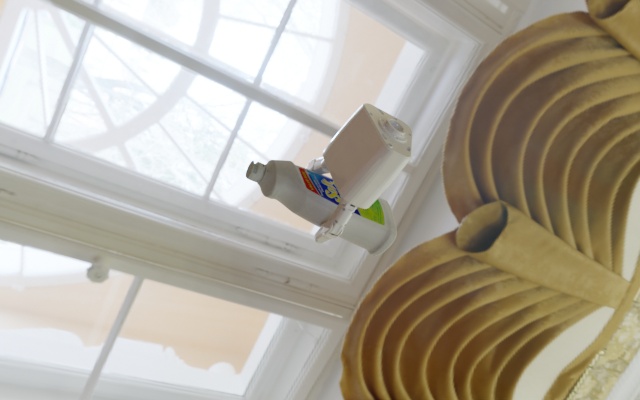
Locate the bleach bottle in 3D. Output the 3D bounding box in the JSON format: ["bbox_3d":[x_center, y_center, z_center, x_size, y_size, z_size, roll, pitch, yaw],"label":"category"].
[{"bbox_3d":[0.000,0.002,0.759,0.251,0.102,0.068,22,-53,-25],"label":"bleach bottle"}]
